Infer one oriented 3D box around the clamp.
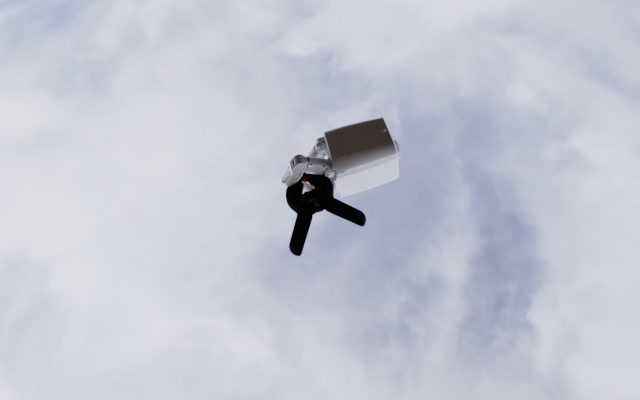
[{"bbox_3d":[0.000,0.003,0.747,0.120,0.171,0.039,-15,-42,2],"label":"clamp"}]
